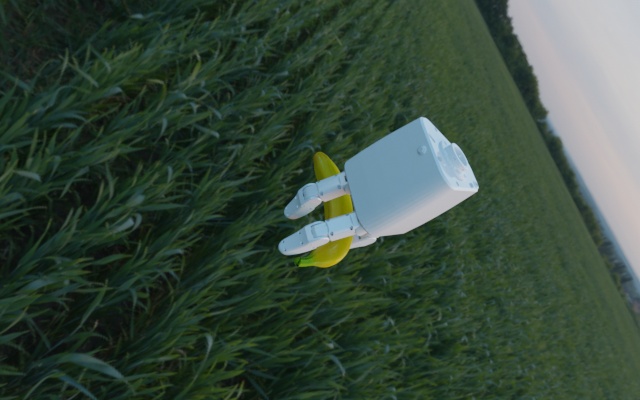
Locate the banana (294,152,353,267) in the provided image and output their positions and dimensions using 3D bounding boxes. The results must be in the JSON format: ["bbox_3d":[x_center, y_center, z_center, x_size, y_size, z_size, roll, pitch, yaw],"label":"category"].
[{"bbox_3d":[0.013,0.014,0.616,0.070,0.197,0.037,36,-52,-26],"label":"banana"}]
